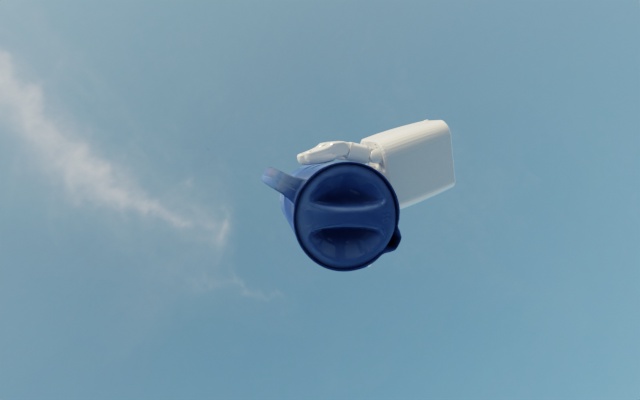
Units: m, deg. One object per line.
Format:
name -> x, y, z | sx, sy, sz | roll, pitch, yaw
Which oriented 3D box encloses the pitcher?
pitcher -> 0.000, 0.002, 0.678 | 0.145, 0.149, 0.243 | -20, 10, -10
